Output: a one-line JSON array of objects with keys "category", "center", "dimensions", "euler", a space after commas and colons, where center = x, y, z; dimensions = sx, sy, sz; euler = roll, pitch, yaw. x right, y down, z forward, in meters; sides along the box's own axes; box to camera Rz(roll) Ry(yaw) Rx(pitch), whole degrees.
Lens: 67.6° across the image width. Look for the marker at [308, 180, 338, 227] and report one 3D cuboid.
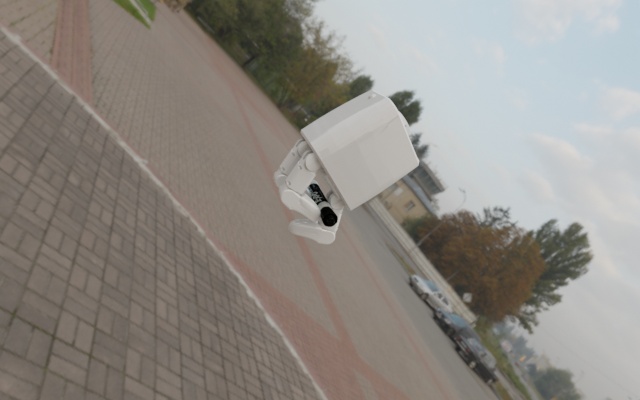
[{"category": "marker", "center": [0.000, 0.002, 0.606], "dimensions": [0.020, 0.020, 0.121], "euler": [0, 22, -13]}]
